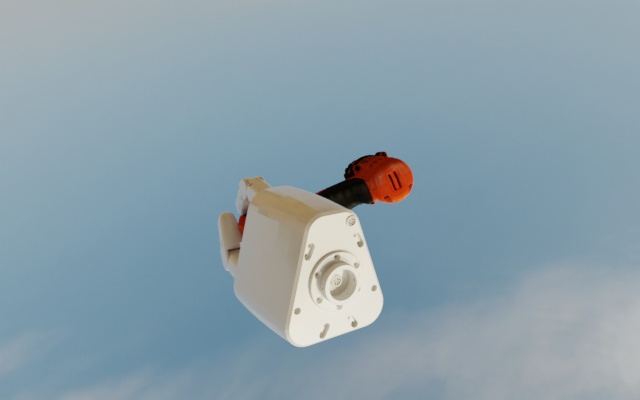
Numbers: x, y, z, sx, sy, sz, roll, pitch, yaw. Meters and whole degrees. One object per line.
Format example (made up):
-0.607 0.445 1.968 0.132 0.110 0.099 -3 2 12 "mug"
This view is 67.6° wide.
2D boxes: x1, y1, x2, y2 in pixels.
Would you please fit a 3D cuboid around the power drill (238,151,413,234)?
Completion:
0.000 0.002 0.550 0.187 0.057 0.184 -28 6 -5 "power drill"
